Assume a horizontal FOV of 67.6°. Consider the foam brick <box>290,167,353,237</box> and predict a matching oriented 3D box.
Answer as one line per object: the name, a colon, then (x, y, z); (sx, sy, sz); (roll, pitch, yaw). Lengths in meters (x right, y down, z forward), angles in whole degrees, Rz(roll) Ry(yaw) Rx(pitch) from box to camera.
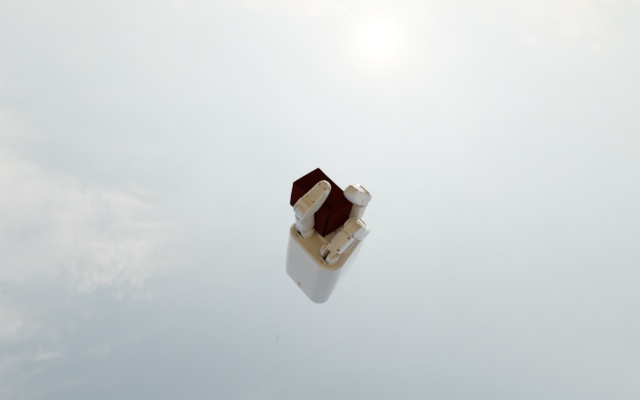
foam brick: (0.000, 0.002, 0.688); (0.053, 0.051, 0.078); (-30, 61, -31)
